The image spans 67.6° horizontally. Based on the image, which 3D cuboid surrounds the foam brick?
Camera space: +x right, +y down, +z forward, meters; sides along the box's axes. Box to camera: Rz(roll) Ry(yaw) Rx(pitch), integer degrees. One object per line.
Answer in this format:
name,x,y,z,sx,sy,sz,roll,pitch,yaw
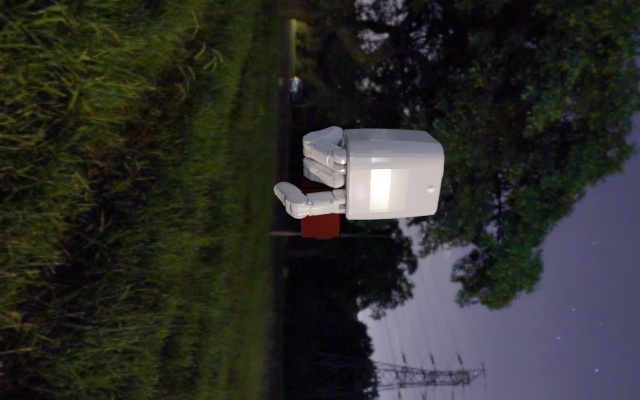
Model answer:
foam brick,0.000,0.002,0.605,0.051,0.078,0.053,-1,36,0
